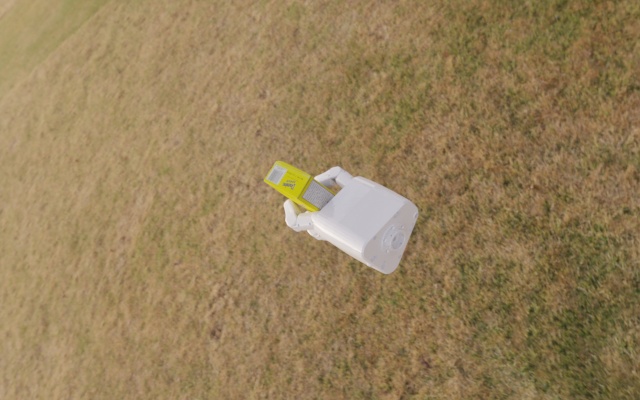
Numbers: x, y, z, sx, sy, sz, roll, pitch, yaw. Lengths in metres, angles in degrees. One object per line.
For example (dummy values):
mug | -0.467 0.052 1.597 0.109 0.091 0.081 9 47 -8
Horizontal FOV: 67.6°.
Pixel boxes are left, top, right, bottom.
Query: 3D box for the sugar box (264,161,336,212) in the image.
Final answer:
sugar box | 0.000 0.003 0.773 0.093 0.048 0.176 28 -7 46
